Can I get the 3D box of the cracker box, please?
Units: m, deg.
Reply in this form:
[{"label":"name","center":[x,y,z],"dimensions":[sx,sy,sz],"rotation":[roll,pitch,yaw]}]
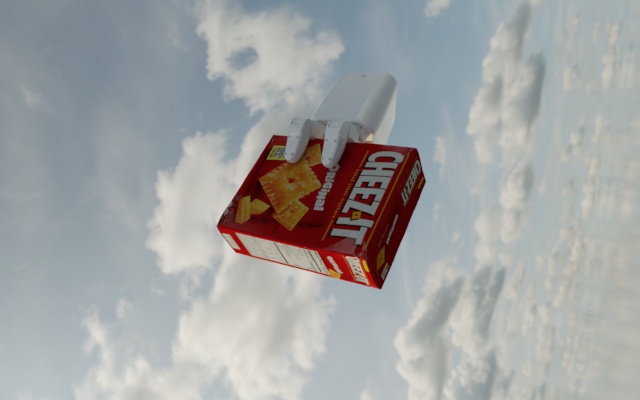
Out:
[{"label":"cracker box","center":[0.000,0.002,0.594],"dimensions":[0.213,0.164,0.072],"rotation":[9,-34,31]}]
